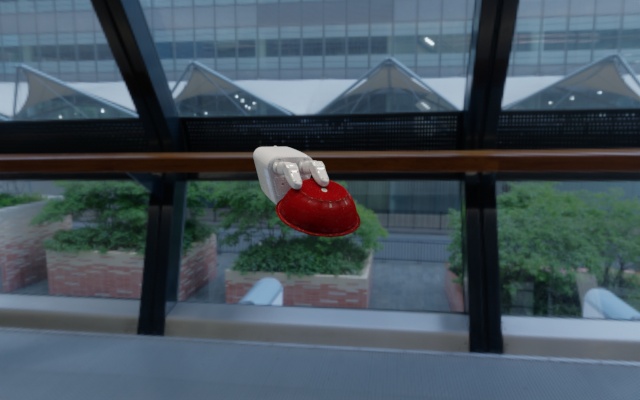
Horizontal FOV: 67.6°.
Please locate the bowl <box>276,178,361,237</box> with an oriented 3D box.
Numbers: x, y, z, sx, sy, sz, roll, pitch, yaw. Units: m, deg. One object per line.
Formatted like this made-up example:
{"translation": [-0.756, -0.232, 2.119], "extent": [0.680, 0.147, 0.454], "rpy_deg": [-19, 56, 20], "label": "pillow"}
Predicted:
{"translation": [0.001, 0.003, 0.885], "extent": [0.162, 0.055, 0.162], "rpy_deg": [9, 27, -5], "label": "bowl"}
